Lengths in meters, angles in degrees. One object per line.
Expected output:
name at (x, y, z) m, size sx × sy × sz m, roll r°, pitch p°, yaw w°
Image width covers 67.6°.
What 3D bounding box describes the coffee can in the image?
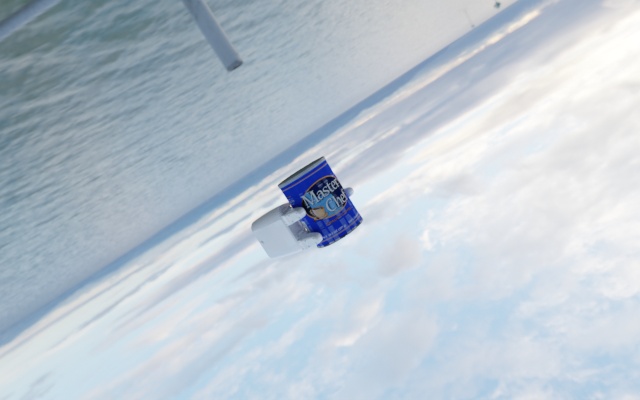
coffee can at (0.000, 0.003, 0.891) m, size 0.103 × 0.140 × 0.103 m, roll -32°, pitch 7°, yaw 5°
